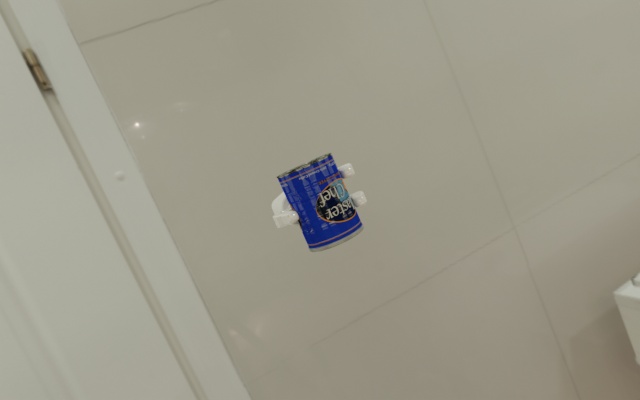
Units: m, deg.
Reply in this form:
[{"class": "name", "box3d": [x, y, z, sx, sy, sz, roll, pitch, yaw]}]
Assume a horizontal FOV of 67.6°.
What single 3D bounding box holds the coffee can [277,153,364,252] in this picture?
[{"class": "coffee can", "box3d": [0.000, 0.003, 0.814, 0.103, 0.140, 0.103, -24, 7, 3]}]
